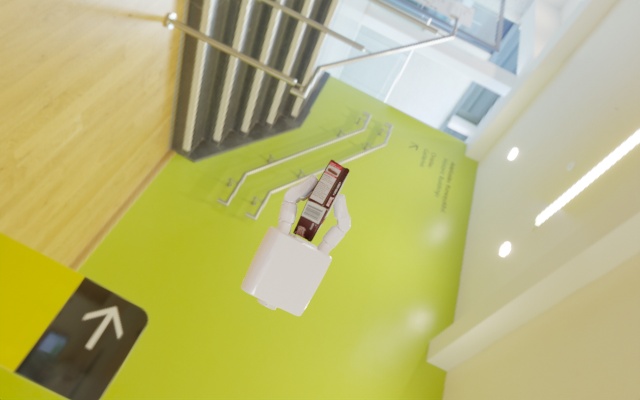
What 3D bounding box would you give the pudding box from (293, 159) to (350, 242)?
[{"bbox_3d":[0.000,0.003,0.763,0.039,0.090,0.113,29,-34,-1],"label":"pudding box"}]
